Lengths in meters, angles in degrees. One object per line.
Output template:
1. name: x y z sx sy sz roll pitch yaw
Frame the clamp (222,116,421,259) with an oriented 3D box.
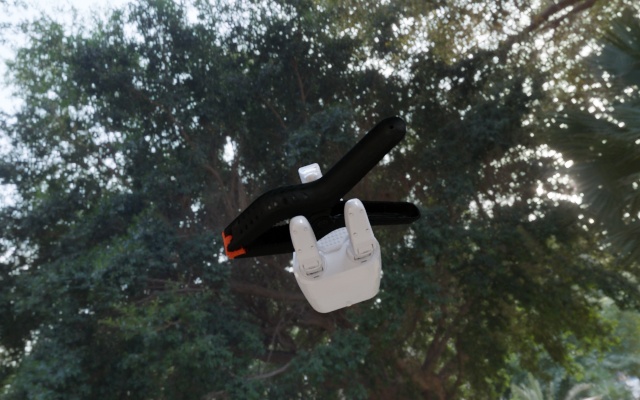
1. clamp: -0.001 0.001 0.470 0.210 0.036 0.165 -18 -36 -2
